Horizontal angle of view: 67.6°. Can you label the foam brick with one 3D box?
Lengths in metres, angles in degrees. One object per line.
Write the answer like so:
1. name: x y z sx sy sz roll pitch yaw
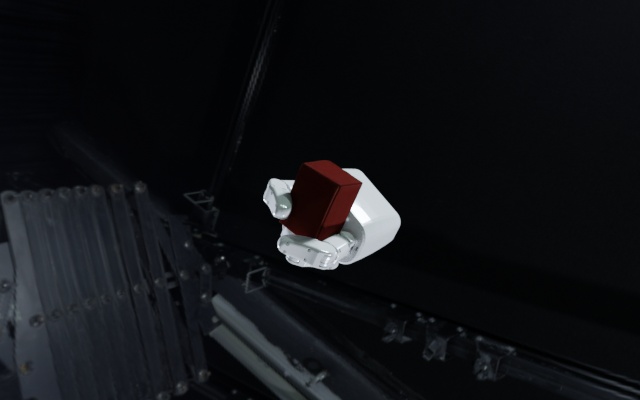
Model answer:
1. foam brick: 0.000 0.002 0.520 0.053 0.078 0.051 36 26 25
